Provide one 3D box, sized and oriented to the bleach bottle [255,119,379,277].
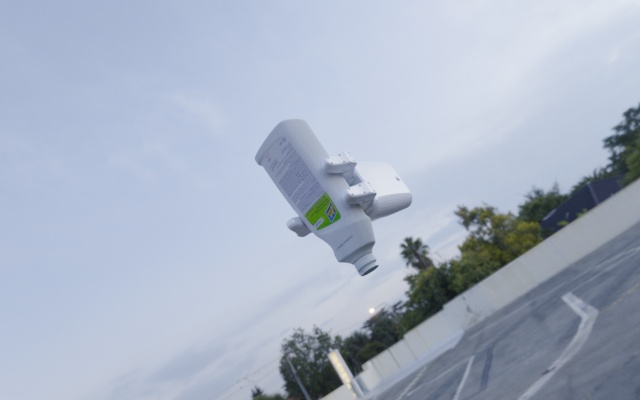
[{"bbox_3d":[0.000,0.002,0.700,0.068,0.250,0.103,-11,-29,-45],"label":"bleach bottle"}]
